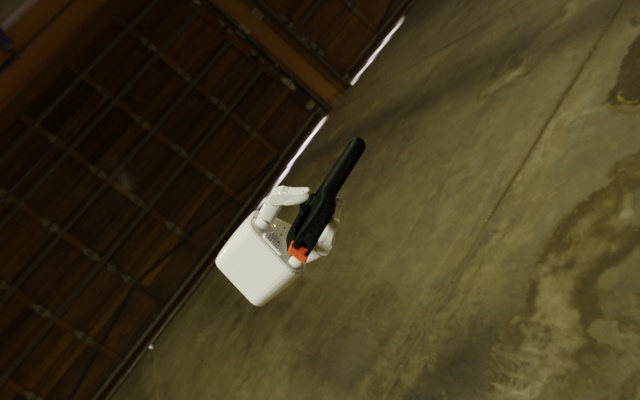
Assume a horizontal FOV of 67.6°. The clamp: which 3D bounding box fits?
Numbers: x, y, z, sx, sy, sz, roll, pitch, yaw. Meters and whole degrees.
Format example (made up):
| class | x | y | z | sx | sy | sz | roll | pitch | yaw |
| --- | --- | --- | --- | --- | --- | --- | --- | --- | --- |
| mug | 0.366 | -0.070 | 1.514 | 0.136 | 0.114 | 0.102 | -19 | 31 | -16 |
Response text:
| class | x | y | z | sx | sy | sz | roll | pitch | yaw |
| --- | --- | --- | --- | --- | --- | --- | --- | --- | --- |
| clamp | -0.001 | 0.002 | 0.679 | 0.036 | 0.165 | 0.209 | 36 | 31 | -12 |
